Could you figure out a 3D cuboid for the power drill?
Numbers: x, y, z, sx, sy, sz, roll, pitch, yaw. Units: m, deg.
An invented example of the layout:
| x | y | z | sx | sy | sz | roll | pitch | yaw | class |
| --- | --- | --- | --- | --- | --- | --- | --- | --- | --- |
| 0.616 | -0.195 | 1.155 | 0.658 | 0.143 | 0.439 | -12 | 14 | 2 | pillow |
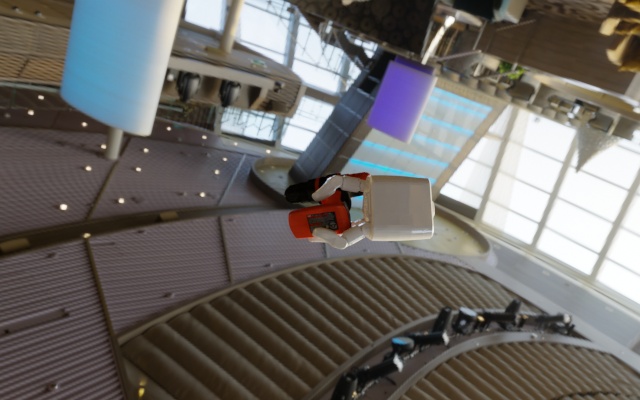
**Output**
| x | y | z | sx | sy | sz | roll | pitch | yaw | class |
| --- | --- | --- | --- | --- | --- | --- | --- | --- | --- |
| 0.000 | 0.003 | 0.893 | 0.184 | 0.057 | 0.187 | -10 | 22 | 17 | power drill |
